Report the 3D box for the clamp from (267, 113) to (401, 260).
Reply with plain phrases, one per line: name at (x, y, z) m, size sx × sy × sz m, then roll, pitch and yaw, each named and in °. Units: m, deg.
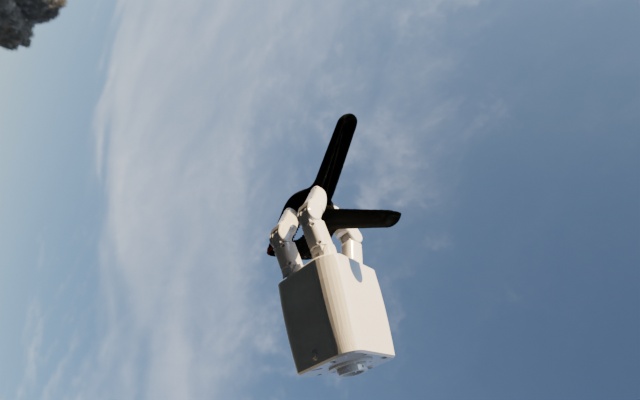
clamp at (0.000, 0.003, 0.602) m, size 0.036 × 0.164 × 0.210 m, roll 16°, pitch -41°, yaw -39°
